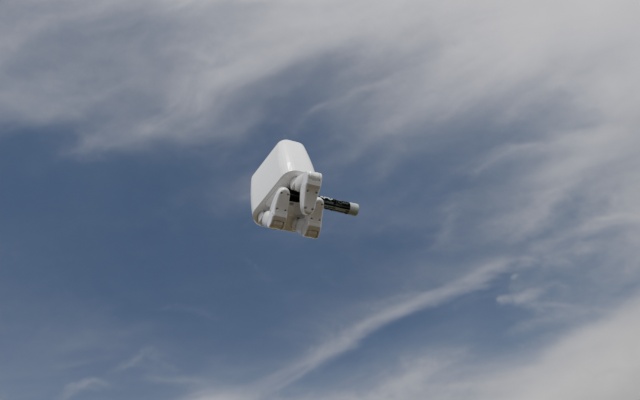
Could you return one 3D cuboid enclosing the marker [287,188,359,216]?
[{"bbox_3d":[0.000,0.002,0.709,0.121,0.020,0.020,13,-5,-21],"label":"marker"}]
